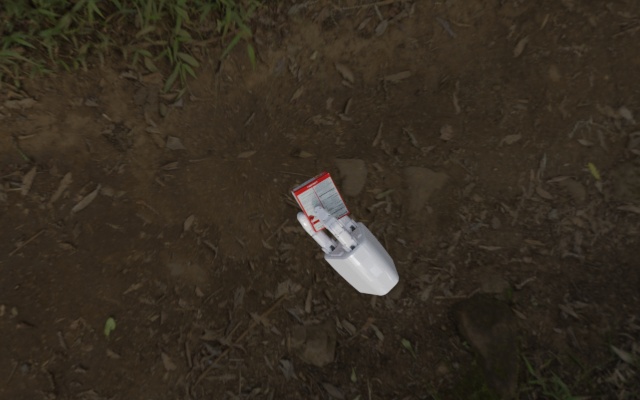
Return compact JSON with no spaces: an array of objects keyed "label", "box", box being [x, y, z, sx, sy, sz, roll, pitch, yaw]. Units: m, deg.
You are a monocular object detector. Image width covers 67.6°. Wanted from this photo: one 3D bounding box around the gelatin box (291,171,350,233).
[{"label":"gelatin box","box":[0.000,0.003,0.865,0.073,0.089,0.030,-31,17,-7]}]
